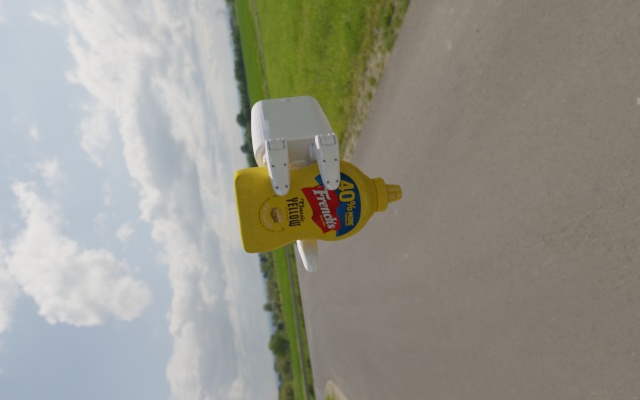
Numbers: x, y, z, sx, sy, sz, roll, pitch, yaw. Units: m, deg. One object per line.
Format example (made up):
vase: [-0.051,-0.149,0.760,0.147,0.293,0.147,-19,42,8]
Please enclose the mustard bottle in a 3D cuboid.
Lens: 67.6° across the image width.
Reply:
mustard bottle: [0.000,0.002,0.554,0.191,0.096,0.058,-7,17,-8]
